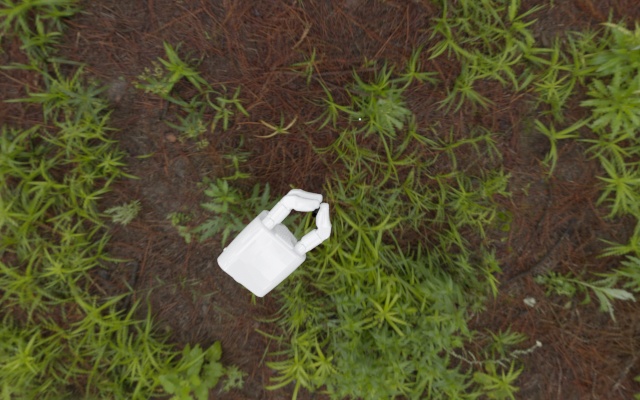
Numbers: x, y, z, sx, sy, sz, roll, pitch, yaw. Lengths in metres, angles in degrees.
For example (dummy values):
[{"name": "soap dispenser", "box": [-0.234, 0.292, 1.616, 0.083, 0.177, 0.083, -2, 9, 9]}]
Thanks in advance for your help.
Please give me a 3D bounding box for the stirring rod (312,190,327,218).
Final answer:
[{"name": "stirring rod", "box": [0.000, 0.003, 0.859, 0.011, 0.011, 0.239, 0, 10, 5]}]
